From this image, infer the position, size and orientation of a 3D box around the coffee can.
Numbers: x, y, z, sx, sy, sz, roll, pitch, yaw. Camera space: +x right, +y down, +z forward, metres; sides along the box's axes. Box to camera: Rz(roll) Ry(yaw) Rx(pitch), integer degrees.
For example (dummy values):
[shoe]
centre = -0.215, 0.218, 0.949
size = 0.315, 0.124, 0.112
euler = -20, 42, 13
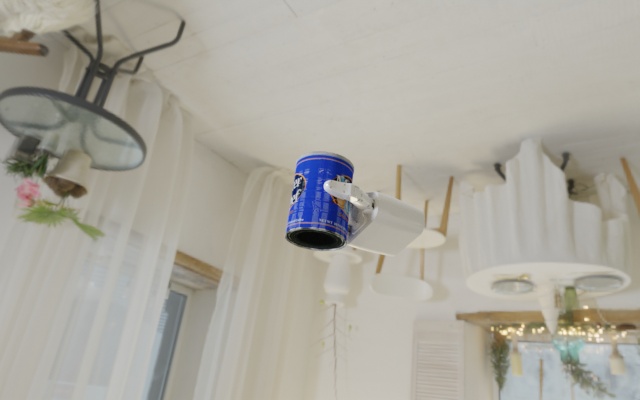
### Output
[coffee can]
centre = 0.000, 0.002, 0.807
size = 0.103, 0.140, 0.103
euler = 6, -24, 3
